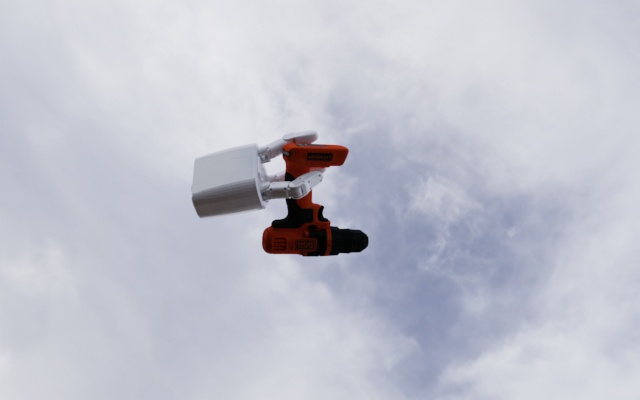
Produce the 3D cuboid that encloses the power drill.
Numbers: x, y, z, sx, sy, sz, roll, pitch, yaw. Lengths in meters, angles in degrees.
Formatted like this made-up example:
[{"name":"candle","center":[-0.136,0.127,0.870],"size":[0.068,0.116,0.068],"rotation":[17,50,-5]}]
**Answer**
[{"name":"power drill","center":[0.000,0.002,0.785],"size":[0.184,0.188,0.057],"rotation":[1,12,-18]}]
